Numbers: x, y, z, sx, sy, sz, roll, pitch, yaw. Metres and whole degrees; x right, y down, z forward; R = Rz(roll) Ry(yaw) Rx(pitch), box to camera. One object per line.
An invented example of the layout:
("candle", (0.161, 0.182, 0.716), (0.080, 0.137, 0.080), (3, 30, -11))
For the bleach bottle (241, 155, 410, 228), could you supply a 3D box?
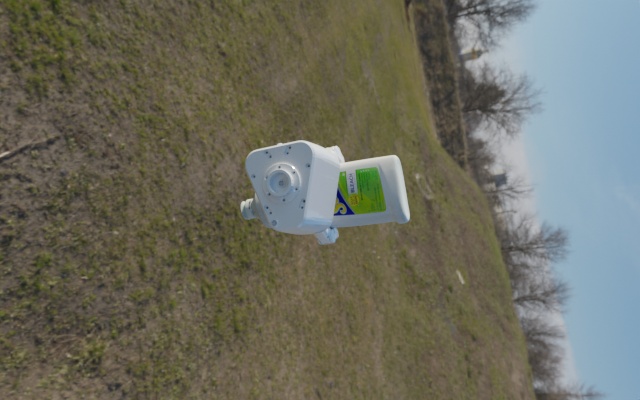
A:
("bleach bottle", (0.000, 0.002, 0.719), (0.251, 0.102, 0.068), (-10, -6, 16))
